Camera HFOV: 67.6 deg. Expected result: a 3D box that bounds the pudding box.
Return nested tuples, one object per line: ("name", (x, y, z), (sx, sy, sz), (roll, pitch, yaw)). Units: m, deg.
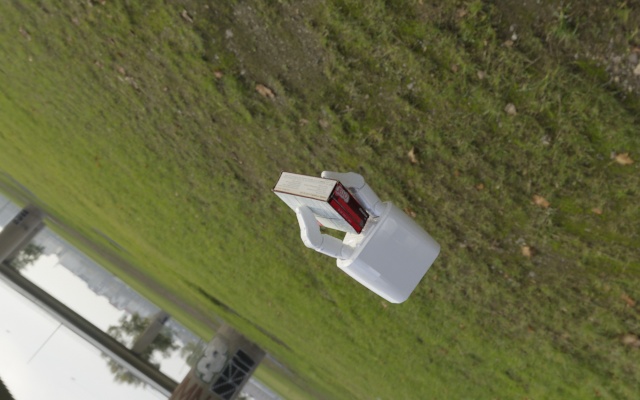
("pudding box", (0.000, 0.002, 0.666), (0.113, 0.039, 0.090), (10, -26, 42))
